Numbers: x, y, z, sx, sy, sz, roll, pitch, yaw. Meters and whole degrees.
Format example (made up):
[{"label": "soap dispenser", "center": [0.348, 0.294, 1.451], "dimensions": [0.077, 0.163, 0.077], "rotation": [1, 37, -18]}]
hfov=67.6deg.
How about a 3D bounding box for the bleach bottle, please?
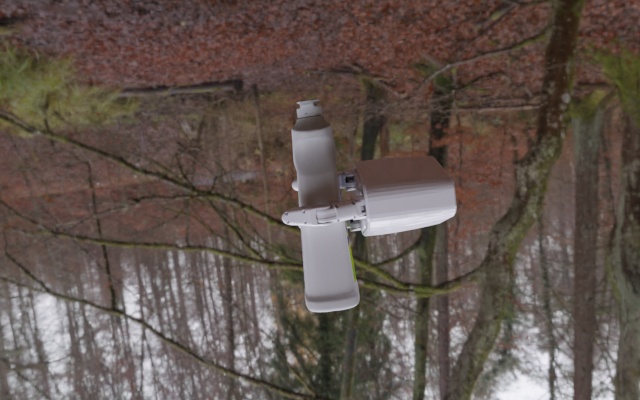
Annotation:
[{"label": "bleach bottle", "center": [0.000, 0.002, 0.596], "dimensions": [0.068, 0.251, 0.102], "rotation": [-7, 8, 0]}]
